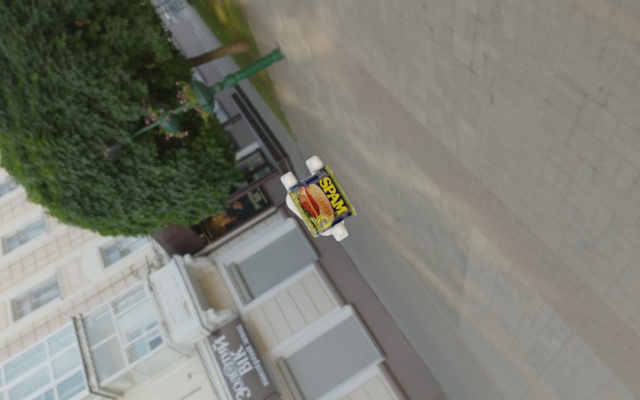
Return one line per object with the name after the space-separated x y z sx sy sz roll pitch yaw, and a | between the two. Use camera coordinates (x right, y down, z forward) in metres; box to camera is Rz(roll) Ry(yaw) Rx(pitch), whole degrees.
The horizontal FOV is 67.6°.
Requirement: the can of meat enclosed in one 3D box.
0.000 0.003 0.843 0.084 0.102 0.057 -32 7 -6 | can of meat
